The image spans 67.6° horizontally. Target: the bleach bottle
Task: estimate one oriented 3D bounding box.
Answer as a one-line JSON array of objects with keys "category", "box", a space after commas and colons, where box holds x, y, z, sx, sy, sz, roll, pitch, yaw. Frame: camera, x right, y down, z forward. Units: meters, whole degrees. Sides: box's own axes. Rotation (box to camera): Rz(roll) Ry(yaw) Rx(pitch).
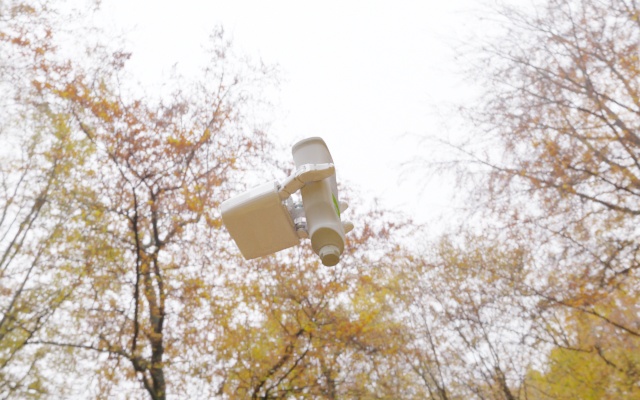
[{"category": "bleach bottle", "box": [0.000, 0.003, 0.795, 0.068, 0.103, 0.250, -19, 40, 9]}]
